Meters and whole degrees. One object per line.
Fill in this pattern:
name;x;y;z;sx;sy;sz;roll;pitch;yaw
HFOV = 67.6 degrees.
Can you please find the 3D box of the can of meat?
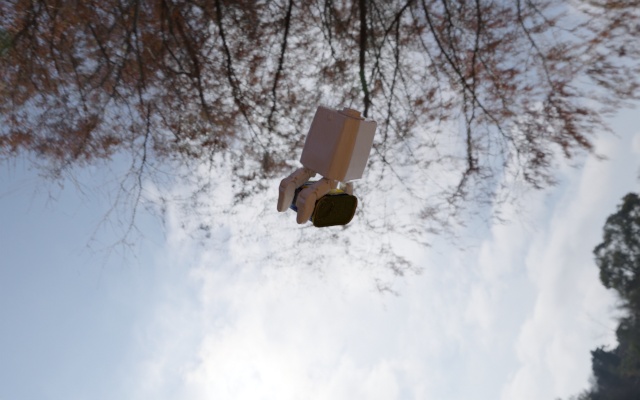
can of meat;0.000;0.003;0.841;0.102;0.057;0.084;-4;26;-45
